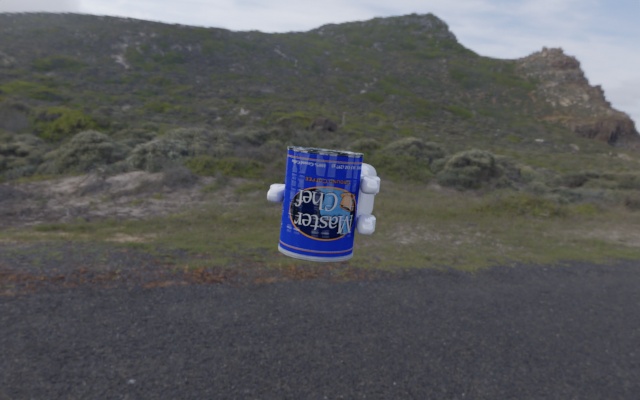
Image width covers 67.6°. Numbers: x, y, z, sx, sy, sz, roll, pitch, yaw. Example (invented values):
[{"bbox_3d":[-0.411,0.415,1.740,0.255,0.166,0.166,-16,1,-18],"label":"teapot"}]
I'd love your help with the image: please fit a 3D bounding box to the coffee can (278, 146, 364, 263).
[{"bbox_3d":[0.000,0.002,0.644,0.103,0.140,0.103,6,8,-1],"label":"coffee can"}]
